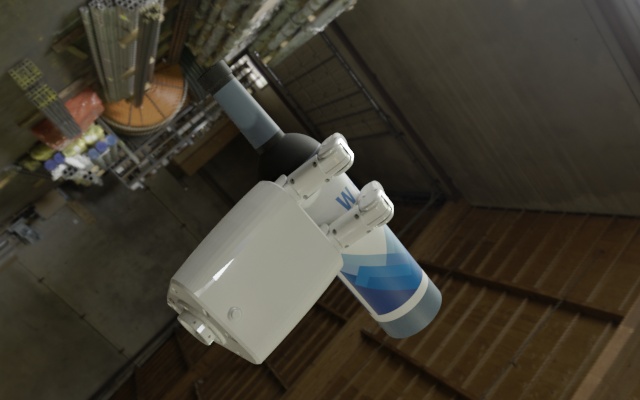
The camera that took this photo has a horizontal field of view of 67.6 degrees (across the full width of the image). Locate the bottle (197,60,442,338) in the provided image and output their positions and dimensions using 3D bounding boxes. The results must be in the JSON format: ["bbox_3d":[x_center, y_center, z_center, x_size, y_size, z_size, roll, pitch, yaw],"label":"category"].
[{"bbox_3d":[0.000,0.002,0.431,0.069,0.296,0.069,-36,16,12],"label":"bottle"}]
